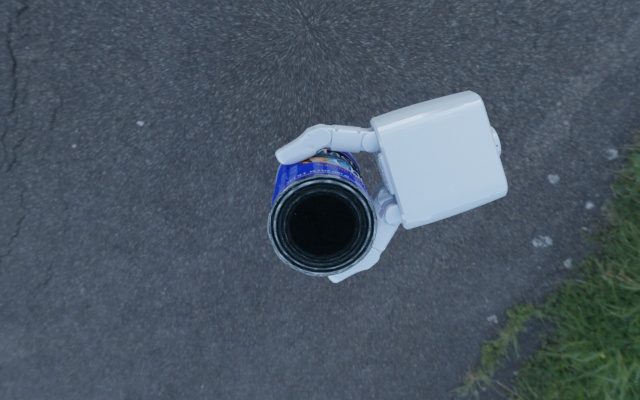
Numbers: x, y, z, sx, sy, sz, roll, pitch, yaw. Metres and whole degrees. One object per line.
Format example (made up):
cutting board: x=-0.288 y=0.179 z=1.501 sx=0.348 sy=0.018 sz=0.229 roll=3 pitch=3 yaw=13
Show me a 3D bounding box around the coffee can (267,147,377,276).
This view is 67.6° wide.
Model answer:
coffee can: x=0.000 y=0.002 z=0.506 sx=0.103 sy=0.103 sz=0.140 roll=0 pitch=20 yaw=-2
